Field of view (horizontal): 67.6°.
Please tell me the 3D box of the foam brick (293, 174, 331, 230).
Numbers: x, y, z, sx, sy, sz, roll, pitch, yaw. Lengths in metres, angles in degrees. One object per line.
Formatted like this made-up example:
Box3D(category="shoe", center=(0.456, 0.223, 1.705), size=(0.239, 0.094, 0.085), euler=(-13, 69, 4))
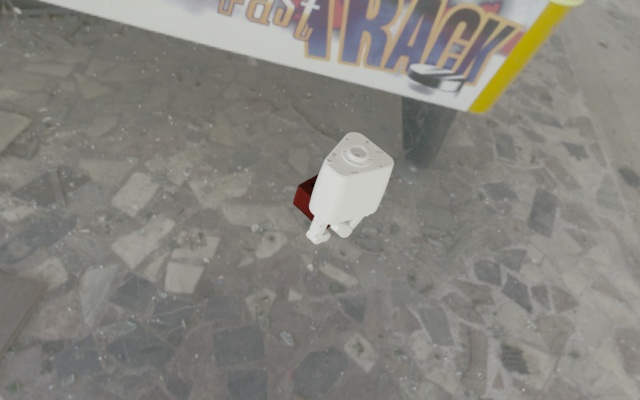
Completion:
Box3D(category="foam brick", center=(0.000, 0.003, 0.821), size=(0.053, 0.051, 0.078), euler=(-32, 63, -35))
